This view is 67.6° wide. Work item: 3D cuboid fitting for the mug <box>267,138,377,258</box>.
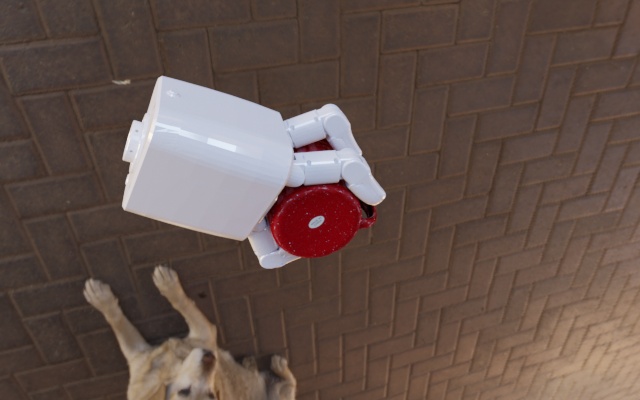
[{"bbox_3d":[0.001,0.002,0.448,0.117,0.093,0.081,15,30,-24],"label":"mug"}]
